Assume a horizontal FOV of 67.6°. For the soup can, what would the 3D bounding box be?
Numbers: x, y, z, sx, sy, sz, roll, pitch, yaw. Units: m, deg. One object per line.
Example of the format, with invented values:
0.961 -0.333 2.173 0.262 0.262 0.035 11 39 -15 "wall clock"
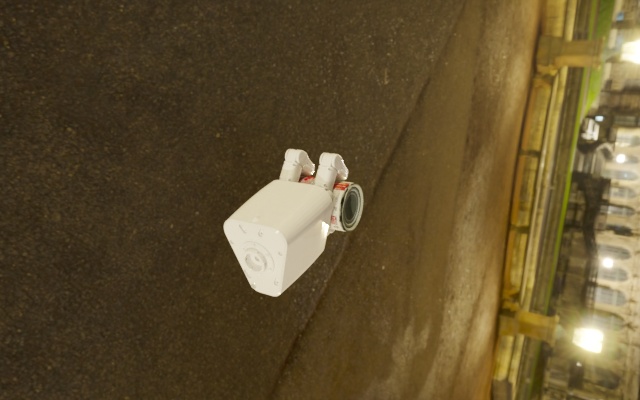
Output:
0.001 0.002 0.665 0.102 0.068 0.068 9 4 29 "soup can"
